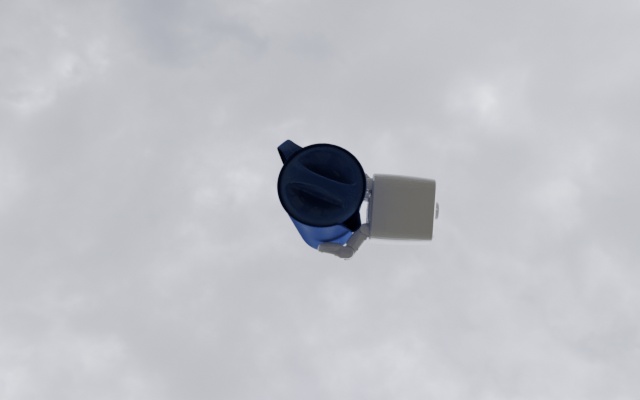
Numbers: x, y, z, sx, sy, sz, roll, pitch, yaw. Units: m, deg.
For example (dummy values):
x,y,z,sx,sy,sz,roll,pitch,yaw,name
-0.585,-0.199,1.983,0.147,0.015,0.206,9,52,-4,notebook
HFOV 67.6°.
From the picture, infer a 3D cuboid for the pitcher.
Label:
x,y,z,sx,sy,sz,roll,pitch,yaw,name
0.000,0.003,0.814,0.145,0.149,0.243,4,-18,3,pitcher
